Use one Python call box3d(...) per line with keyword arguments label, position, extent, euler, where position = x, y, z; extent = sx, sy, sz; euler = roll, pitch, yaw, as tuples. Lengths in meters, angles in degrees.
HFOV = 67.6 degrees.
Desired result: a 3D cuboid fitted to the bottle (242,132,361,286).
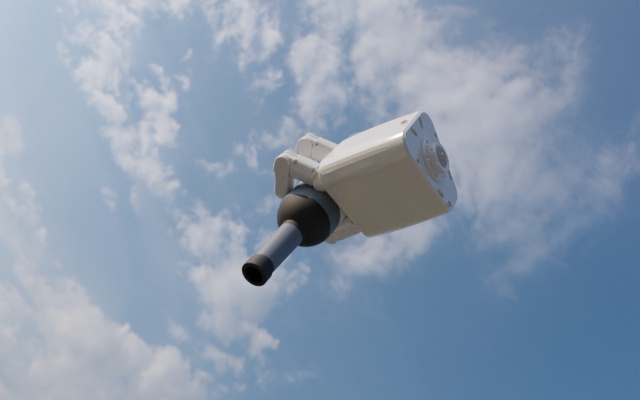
box3d(label="bottle", position=(0.000, 0.002, 0.561), extent=(0.069, 0.069, 0.295), euler=(0, 28, 29))
